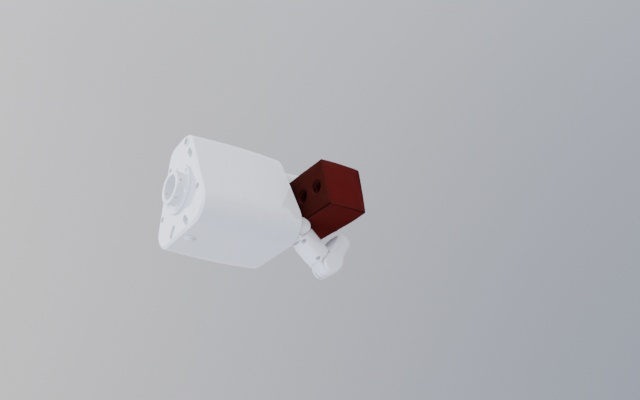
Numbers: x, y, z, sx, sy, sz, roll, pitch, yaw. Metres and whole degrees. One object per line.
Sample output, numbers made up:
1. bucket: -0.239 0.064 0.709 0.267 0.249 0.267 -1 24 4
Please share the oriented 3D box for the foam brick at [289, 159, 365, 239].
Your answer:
1. foam brick: 0.000 0.001 0.503 0.051 0.053 0.078 17 -38 -38
